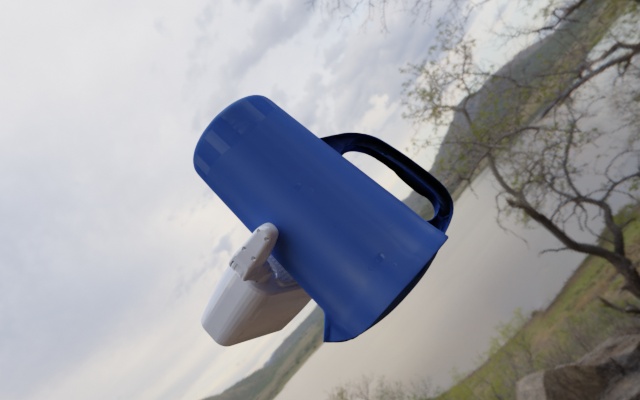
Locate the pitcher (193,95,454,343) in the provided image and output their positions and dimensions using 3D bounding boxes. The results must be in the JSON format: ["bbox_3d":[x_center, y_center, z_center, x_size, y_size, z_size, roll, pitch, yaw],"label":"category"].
[{"bbox_3d":[0.000,0.002,0.471,0.243,0.145,0.149,43,32,13],"label":"pitcher"}]
